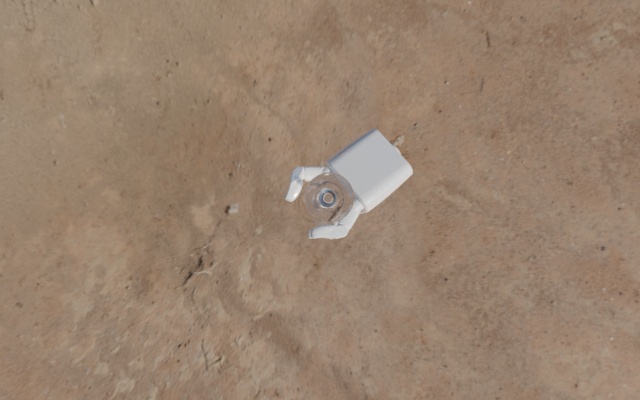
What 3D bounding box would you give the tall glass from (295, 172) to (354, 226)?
[{"bbox_3d":[0.000,0.003,0.799,0.079,0.079,0.201,0,-4,-8],"label":"tall glass"}]
